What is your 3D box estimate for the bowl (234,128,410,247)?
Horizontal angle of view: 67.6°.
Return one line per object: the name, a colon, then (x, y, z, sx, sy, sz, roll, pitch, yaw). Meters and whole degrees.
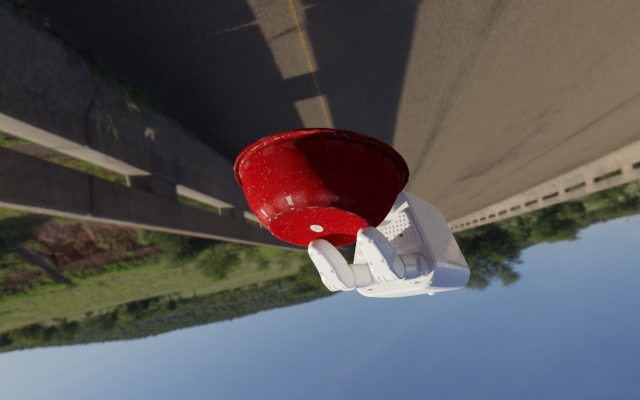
bowl: (-0.001, 0.001, 0.433, 0.162, 0.055, 0.162, 2, -26, 1)
